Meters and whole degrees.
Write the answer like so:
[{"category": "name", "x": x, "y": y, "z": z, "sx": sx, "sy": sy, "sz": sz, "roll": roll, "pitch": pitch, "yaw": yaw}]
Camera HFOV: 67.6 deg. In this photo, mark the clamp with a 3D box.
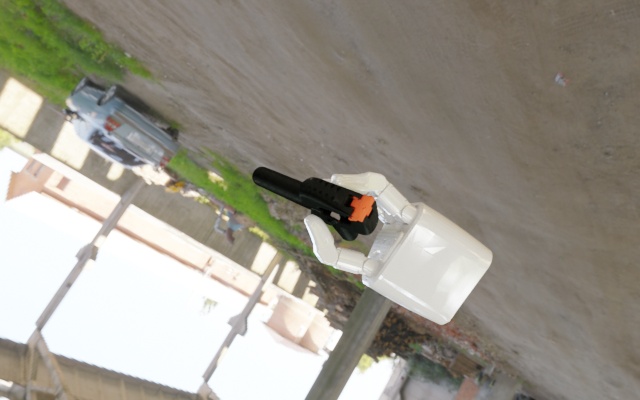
[{"category": "clamp", "x": 0.000, "y": 0.003, "z": 0.549, "sx": 0.164, "sy": 0.036, "sz": 0.210, "roll": 31, "pitch": -9, "yaw": -9}]
